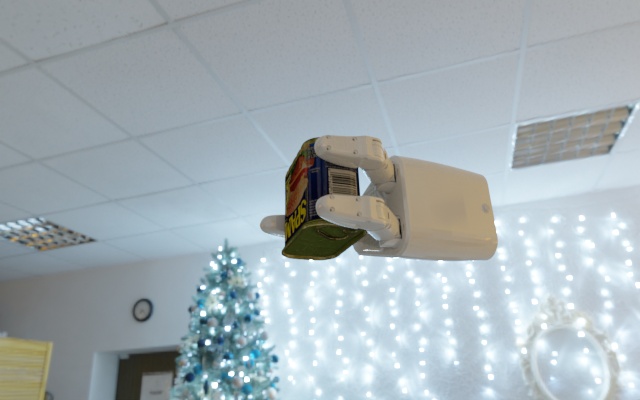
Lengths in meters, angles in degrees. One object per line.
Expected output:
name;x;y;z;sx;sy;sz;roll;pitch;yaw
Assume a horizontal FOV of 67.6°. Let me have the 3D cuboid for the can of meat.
can of meat;0.000;0.001;0.443;0.057;0.084;0.102;6;-24;-18
